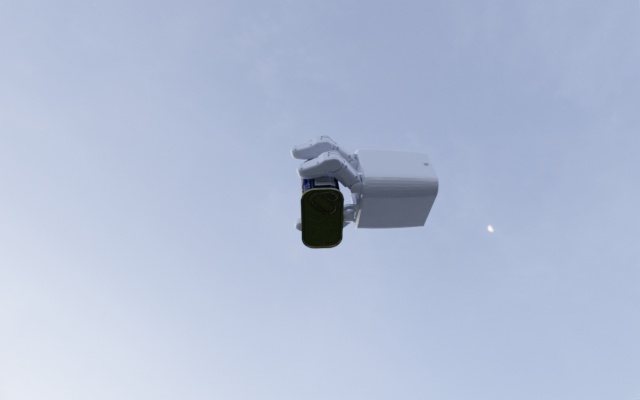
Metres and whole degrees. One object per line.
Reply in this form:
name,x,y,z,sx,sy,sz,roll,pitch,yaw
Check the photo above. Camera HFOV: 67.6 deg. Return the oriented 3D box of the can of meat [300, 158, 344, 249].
can of meat,0.000,0.002,0.672,0.057,0.102,0.084,-2,36,-2
